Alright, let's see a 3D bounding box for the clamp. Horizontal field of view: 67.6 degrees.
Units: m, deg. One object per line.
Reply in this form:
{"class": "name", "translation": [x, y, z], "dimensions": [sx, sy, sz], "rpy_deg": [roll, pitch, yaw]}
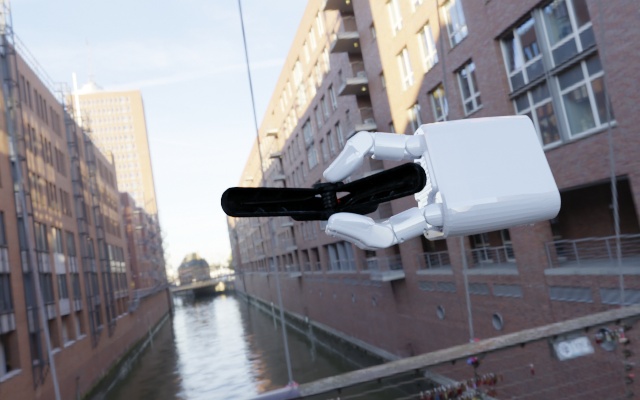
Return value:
{"class": "clamp", "translation": [0.000, 0.001, 0.463], "dimensions": [0.164, 0.036, 0.210], "rpy_deg": [-6, -6, -1]}
